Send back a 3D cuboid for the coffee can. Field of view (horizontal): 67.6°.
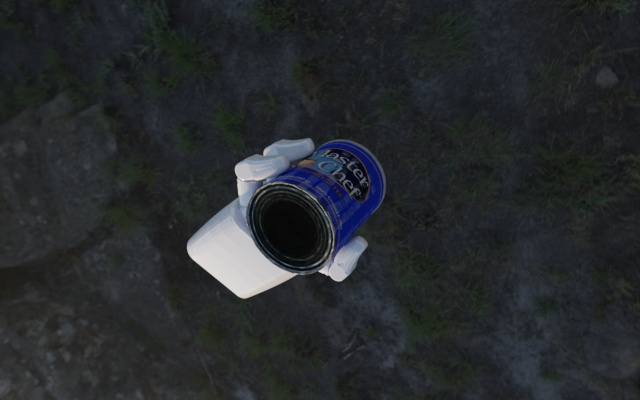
[{"bbox_3d":[0.000,0.002,0.527,0.103,0.103,0.140,0,23,30],"label":"coffee can"}]
